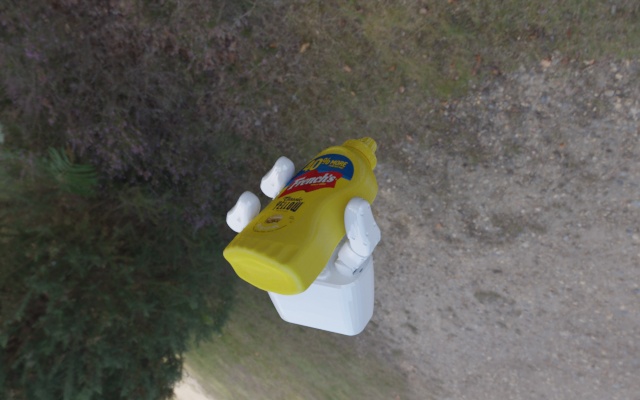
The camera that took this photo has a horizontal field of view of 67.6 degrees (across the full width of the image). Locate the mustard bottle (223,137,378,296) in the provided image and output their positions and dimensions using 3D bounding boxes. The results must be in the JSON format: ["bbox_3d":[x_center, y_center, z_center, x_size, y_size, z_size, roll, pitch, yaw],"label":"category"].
[{"bbox_3d":[0.000,0.001,0.459,0.096,0.058,0.191,2,42,46],"label":"mustard bottle"}]
